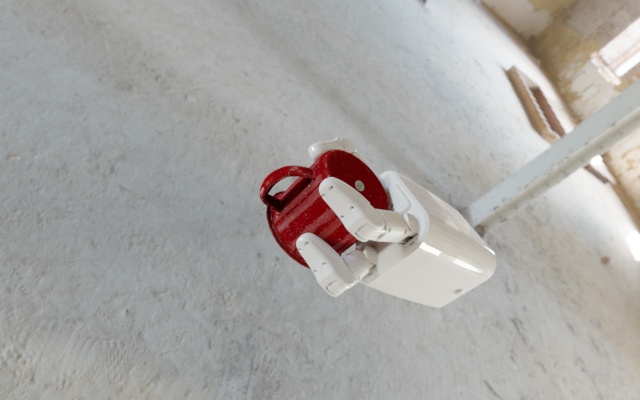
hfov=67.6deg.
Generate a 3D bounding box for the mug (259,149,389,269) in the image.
[{"bbox_3d":[-0.001,0.001,0.445,0.117,0.093,0.081,27,-52,-28],"label":"mug"}]
